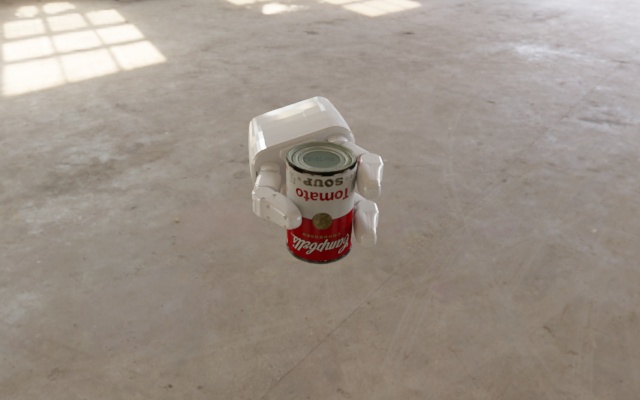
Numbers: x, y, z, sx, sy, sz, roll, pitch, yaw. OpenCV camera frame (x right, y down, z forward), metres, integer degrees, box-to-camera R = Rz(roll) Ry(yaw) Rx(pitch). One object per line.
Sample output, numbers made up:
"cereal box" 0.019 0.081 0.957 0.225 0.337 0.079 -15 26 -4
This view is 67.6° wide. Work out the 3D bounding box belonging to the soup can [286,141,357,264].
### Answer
"soup can" 0.000 0.002 0.466 0.068 0.102 0.068 1 32 -1
